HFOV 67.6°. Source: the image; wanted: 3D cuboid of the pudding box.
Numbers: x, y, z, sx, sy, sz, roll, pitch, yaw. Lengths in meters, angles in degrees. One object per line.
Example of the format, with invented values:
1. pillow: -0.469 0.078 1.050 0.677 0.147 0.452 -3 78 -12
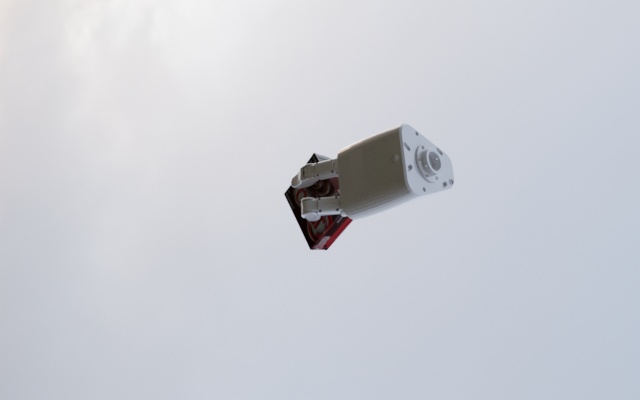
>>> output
1. pudding box: 0.000 0.002 0.691 0.039 0.113 0.090 10 -49 -40
